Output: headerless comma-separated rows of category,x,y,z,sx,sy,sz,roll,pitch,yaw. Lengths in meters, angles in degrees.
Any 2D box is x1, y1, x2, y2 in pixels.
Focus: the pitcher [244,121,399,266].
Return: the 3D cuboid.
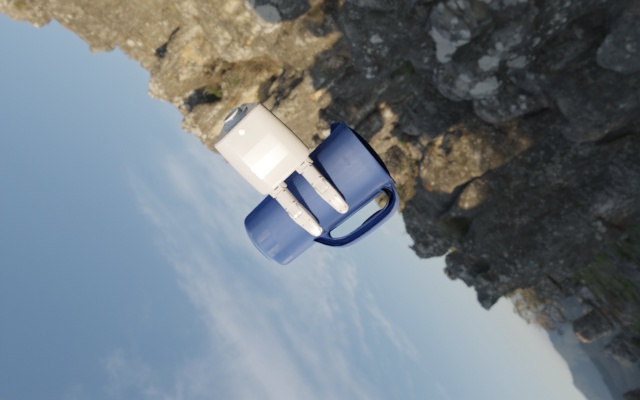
pitcher,0.000,0.002,0.783,0.243,0.145,0.149,-41,23,9
